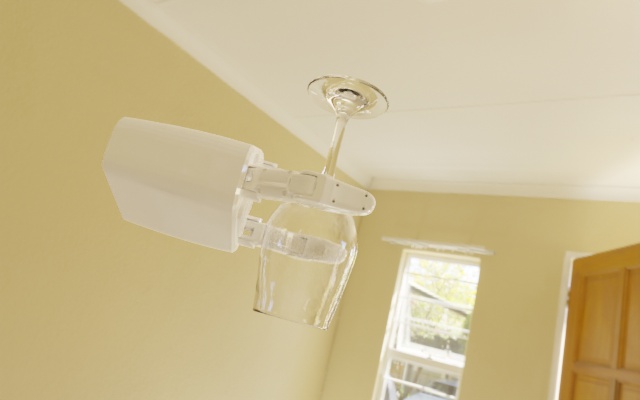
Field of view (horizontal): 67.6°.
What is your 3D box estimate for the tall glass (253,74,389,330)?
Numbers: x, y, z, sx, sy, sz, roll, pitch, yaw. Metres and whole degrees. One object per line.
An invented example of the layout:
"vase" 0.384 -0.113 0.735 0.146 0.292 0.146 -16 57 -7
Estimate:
"tall glass" 0.000 0.001 0.401 0.079 0.201 0.079 13 -15 4
